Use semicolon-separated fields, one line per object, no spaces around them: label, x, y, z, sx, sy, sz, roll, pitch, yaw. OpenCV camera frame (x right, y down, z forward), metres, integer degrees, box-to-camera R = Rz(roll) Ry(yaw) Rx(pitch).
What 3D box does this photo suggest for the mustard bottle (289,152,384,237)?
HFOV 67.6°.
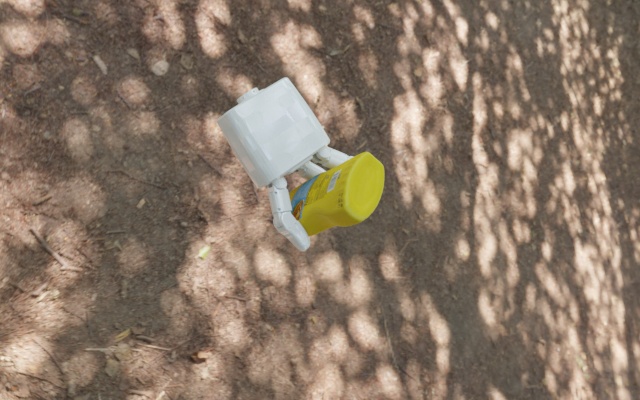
mustard bottle;0.000;0.002;0.659;0.058;0.096;0.192;36;-32;-24
